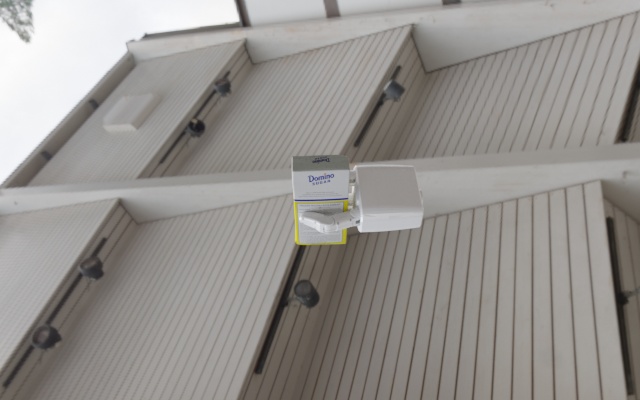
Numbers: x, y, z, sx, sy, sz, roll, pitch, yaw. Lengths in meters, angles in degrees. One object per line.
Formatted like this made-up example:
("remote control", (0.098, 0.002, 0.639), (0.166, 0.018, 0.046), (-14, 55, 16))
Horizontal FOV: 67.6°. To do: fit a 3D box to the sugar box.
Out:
("sugar box", (0.000, 0.002, 0.812), (0.093, 0.176, 0.048), (-1, 42, -2))
